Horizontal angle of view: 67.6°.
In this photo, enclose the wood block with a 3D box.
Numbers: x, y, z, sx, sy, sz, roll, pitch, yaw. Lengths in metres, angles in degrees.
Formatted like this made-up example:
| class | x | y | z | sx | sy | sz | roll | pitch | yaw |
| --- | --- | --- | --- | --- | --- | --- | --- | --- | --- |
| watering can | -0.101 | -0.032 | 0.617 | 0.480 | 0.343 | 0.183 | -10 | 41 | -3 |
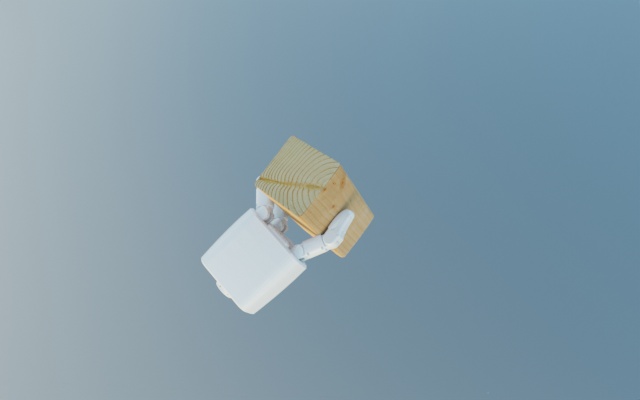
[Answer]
| class | x | y | z | sx | sy | sz | roll | pitch | yaw |
| --- | --- | --- | --- | --- | --- | --- | --- | --- | --- |
| wood block | 0.000 | 0.003 | 0.720 | 0.090 | 0.090 | 0.206 | 34 | -7 | 27 |
